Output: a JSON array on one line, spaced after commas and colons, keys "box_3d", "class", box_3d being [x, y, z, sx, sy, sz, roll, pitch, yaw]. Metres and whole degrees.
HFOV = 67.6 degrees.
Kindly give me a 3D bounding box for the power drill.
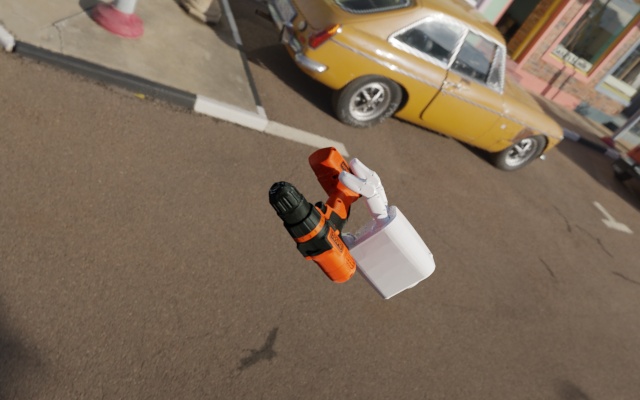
[{"box_3d": [0.000, 0.002, 0.713, 0.057, 0.184, 0.187, -18, 34, 28], "class": "power drill"}]
